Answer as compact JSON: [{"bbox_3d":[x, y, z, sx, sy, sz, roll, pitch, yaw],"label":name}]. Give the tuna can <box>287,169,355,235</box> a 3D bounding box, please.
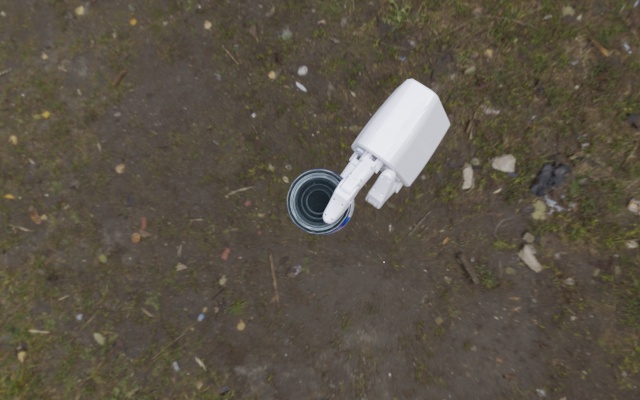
[{"bbox_3d":[0.000,0.002,0.620,0.086,0.086,0.034,0,-3,11],"label":"tuna can"}]
